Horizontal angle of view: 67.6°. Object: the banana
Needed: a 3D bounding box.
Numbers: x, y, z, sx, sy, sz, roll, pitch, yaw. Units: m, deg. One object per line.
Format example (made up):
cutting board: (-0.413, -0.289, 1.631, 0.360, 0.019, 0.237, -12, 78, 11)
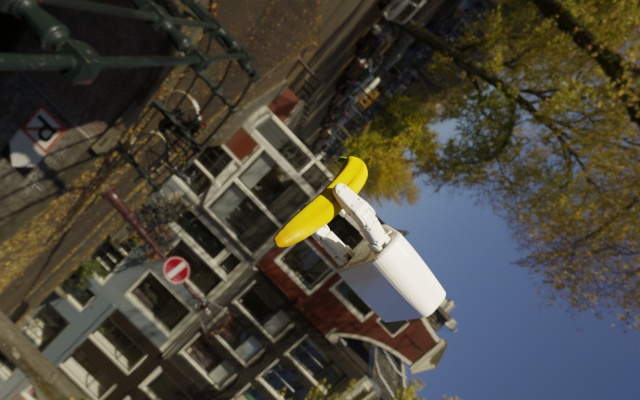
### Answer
banana: (0.014, -0.005, 0.625, 0.070, 0.037, 0.197, -24, 19, 45)
